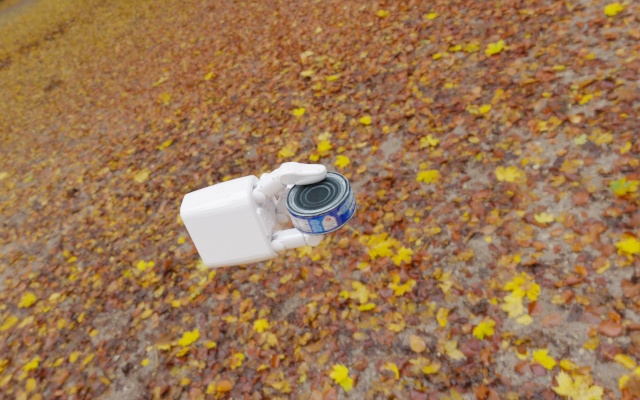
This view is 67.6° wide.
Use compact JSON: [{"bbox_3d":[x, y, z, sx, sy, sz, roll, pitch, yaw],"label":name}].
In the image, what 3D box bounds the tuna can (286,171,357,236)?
[{"bbox_3d":[0.000,0.002,0.600,0.086,0.034,0.086,-13,39,10],"label":"tuna can"}]
